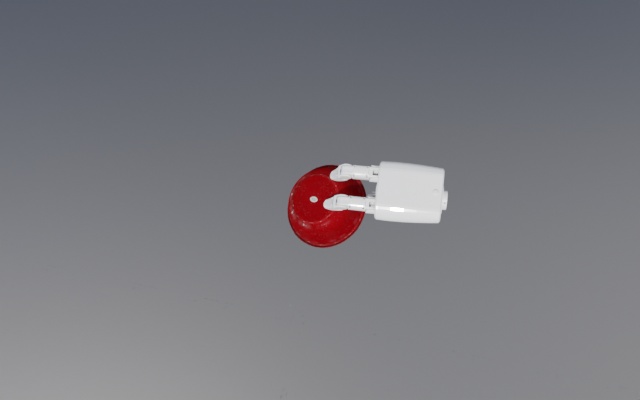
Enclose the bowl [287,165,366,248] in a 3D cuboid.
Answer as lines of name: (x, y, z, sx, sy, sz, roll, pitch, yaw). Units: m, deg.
bowl: (-0.001, 0.003, 0.878, 0.162, 0.162, 0.055, 0, -15, 25)
